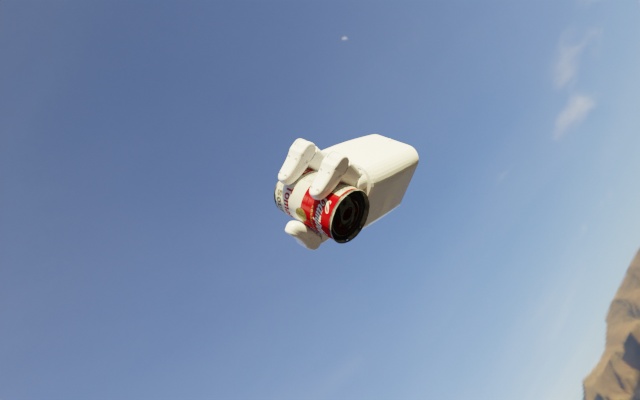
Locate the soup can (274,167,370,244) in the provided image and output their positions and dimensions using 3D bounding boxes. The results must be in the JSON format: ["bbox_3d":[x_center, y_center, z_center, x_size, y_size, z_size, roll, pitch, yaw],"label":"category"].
[{"bbox_3d":[0.000,0.002,0.589,0.102,0.068,0.068,26,17,38],"label":"soup can"}]
